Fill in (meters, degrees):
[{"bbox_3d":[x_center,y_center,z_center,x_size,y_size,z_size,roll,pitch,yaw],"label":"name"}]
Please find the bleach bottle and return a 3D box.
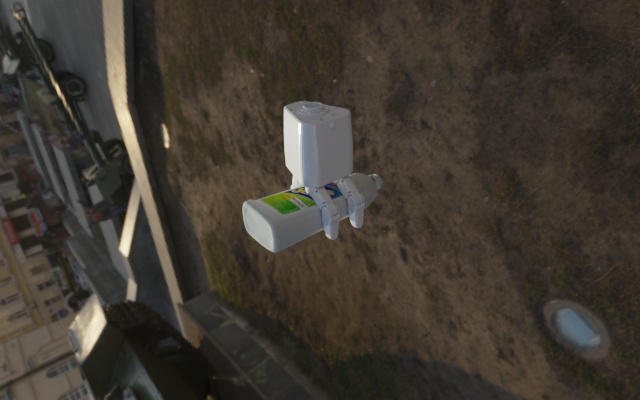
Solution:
[{"bbox_3d":[0.000,0.003,0.818,0.251,0.068,0.102,-23,37,-32],"label":"bleach bottle"}]
